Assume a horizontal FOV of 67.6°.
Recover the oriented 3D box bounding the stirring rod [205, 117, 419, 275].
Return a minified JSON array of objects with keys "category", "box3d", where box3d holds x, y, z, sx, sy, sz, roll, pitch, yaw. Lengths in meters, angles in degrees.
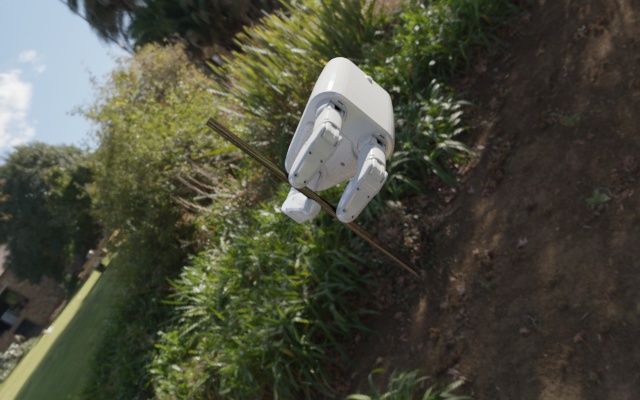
[{"category":"stirring rod","box3d":[0.000,0.001,0.430,0.239,0.011,0.011,36,-12,-17]}]
